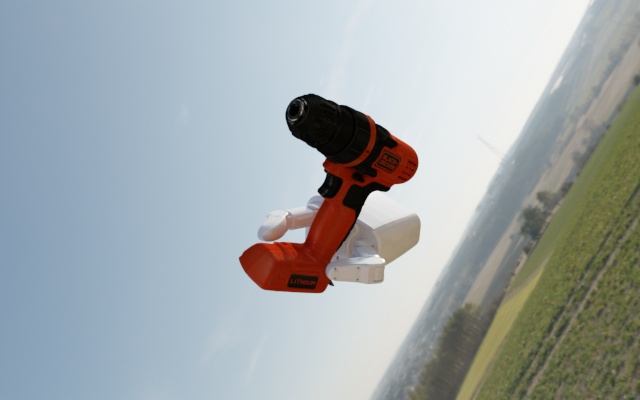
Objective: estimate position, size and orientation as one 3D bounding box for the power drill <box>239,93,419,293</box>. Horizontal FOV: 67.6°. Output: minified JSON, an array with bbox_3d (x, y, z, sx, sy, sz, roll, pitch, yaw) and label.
[{"bbox_3d":[0.000,0.002,0.461,0.184,0.188,0.057,18,21,-48],"label":"power drill"}]
